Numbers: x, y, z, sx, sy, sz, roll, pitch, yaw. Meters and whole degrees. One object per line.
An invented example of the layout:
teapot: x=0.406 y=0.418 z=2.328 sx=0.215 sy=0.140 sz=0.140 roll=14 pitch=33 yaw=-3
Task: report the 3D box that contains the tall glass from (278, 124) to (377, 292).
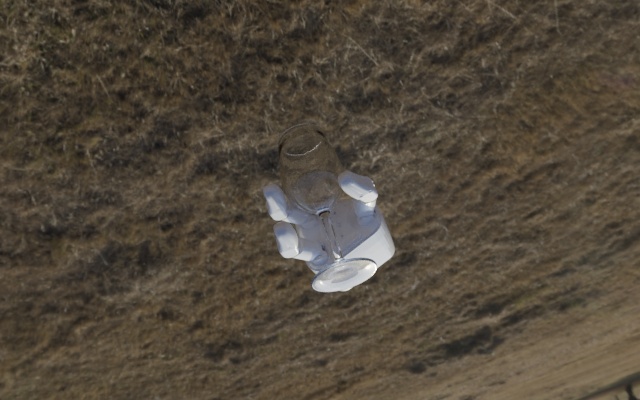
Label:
tall glass: x=0.000 y=0.002 z=0.566 sx=0.079 sy=0.201 sz=0.079 roll=-13 pitch=-32 yaw=-8
